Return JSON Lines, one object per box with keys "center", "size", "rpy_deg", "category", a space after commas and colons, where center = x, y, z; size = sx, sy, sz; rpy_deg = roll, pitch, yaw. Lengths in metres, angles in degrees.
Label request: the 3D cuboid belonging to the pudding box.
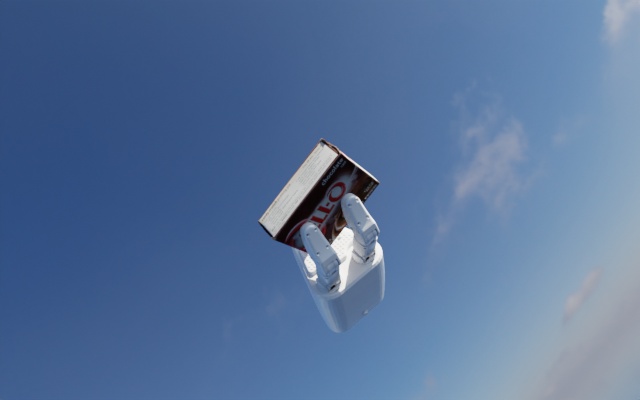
{"center": [0.000, 0.002, 0.513], "size": [0.039, 0.113, 0.090], "rpy_deg": [40, 6, 36], "category": "pudding box"}
